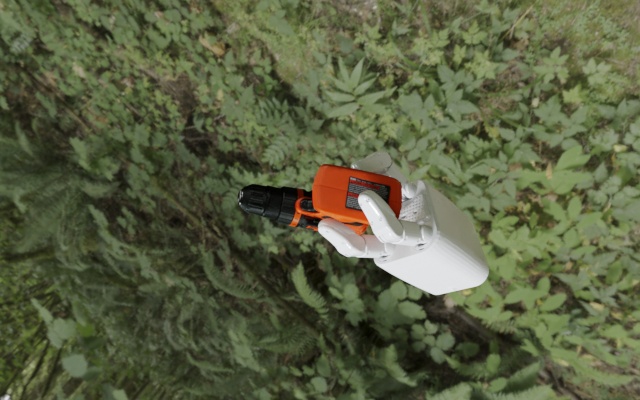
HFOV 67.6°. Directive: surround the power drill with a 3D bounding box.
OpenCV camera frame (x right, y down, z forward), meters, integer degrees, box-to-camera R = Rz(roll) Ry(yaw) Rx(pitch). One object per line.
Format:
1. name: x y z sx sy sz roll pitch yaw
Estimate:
1. power drill: 0.000 0.002 0.587 0.184 0.057 0.187 10 -9 -17
